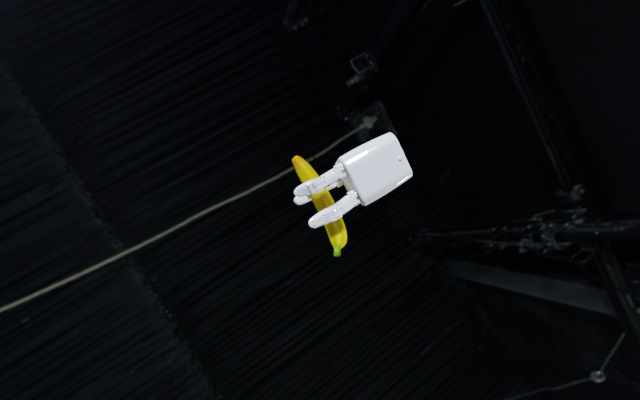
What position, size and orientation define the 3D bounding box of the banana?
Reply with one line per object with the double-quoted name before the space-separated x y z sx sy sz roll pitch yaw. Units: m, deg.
"banana" 0.005 0.007 0.880 0.037 0.198 0.069 -27 -8 8
